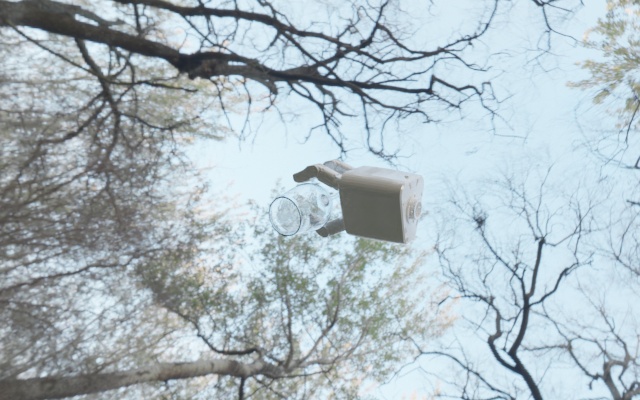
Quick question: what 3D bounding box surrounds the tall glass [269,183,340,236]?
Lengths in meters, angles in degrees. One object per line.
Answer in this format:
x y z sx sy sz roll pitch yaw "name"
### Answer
0.000 0.002 0.797 0.079 0.079 0.201 0 13 34 "tall glass"
